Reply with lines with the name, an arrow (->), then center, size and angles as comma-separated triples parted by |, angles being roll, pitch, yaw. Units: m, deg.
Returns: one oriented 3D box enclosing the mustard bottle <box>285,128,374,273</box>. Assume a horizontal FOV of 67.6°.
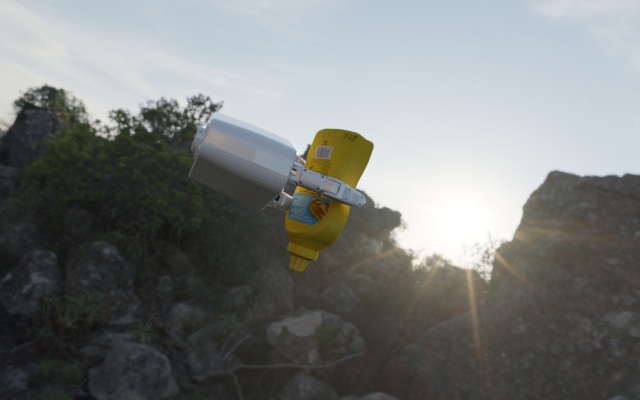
mustard bottle -> 0.000, 0.002, 0.630 | 0.058, 0.191, 0.096 | 26, -8, -40
